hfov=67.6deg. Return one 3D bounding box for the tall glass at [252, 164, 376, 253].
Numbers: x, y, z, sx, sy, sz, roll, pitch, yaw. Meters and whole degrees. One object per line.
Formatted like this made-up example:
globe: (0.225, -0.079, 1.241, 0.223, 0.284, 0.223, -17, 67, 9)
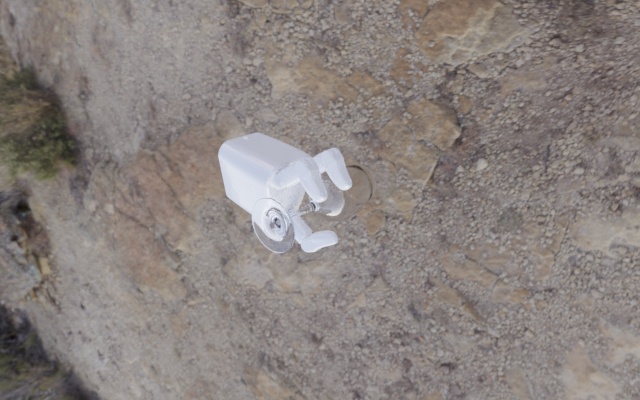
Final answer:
tall glass: (0.000, 0.003, 0.674, 0.079, 0.079, 0.201, 0, 17, 40)
